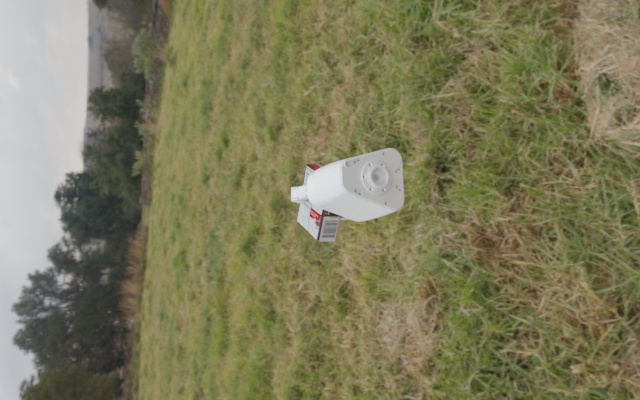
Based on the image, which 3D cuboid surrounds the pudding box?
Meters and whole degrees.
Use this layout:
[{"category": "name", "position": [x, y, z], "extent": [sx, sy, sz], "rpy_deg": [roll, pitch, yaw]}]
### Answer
[{"category": "pudding box", "position": [0.000, 0.003, 0.810], "extent": [0.039, 0.113, 0.090], "rpy_deg": [3, 18, -27]}]
